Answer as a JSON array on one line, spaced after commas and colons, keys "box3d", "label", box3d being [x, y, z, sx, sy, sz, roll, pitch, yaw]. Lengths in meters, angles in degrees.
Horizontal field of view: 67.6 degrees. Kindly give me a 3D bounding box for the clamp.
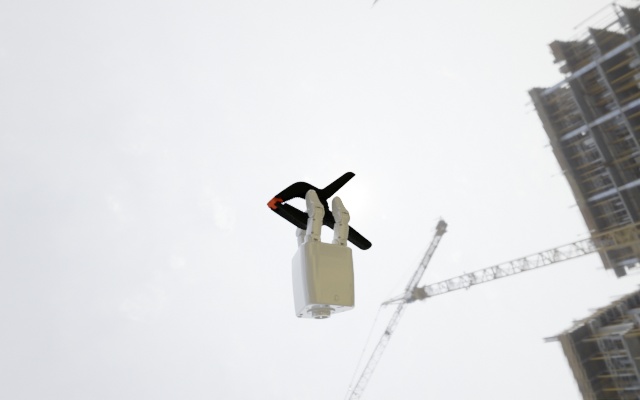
[{"box3d": [-0.001, 0.003, 0.883, 0.210, 0.164, 0.036, 12, -33, -30], "label": "clamp"}]
